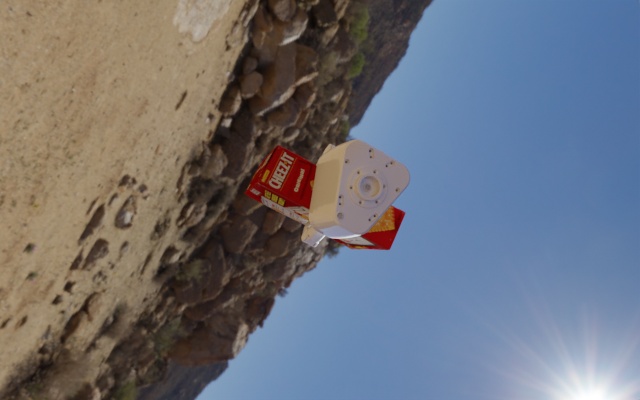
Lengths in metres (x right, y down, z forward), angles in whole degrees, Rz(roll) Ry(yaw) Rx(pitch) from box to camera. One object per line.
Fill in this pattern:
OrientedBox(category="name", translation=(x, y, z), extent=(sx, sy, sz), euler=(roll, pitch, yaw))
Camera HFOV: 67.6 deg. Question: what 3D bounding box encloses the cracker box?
OrientedBox(category="cracker box", translation=(0.000, 0.003, 0.743), extent=(0.214, 0.072, 0.164), euler=(28, -11, -11))
